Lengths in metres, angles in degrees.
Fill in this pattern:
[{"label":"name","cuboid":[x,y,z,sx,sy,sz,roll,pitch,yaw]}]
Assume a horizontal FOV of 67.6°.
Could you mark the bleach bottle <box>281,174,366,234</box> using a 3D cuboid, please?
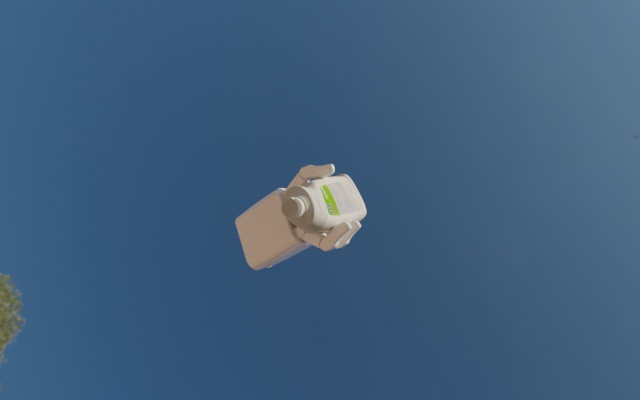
[{"label":"bleach bottle","cuboid":[0.000,0.003,0.798,0.068,0.102,0.251,-33,-12,19]}]
